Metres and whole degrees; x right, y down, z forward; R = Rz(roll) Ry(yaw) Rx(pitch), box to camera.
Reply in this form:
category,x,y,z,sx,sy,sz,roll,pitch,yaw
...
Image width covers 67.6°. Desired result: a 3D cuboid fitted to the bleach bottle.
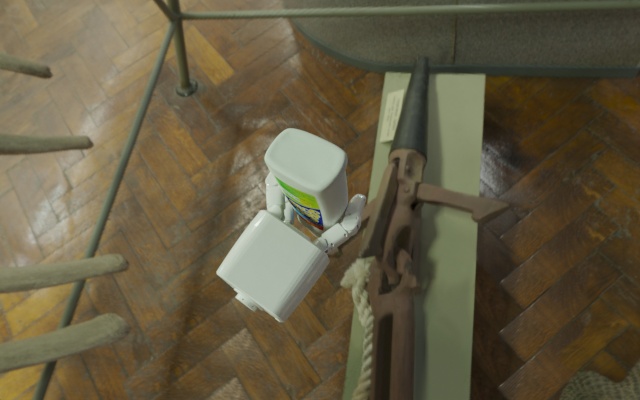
category,x,y,z,sx,sy,sz,roll,pitch,yaw
bleach bottle,0.000,0.002,0.676,0.102,0.068,0.251,29,-18,22
